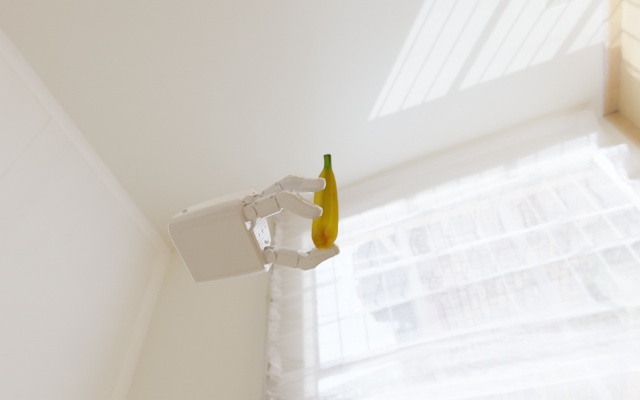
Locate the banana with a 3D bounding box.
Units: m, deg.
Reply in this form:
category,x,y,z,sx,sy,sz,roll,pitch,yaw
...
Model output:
category,x,y,z,sx,sy,sz,roll,pitch,yaw
banana,0.005,0.014,0.675,0.037,0.070,0.197,-10,37,9
